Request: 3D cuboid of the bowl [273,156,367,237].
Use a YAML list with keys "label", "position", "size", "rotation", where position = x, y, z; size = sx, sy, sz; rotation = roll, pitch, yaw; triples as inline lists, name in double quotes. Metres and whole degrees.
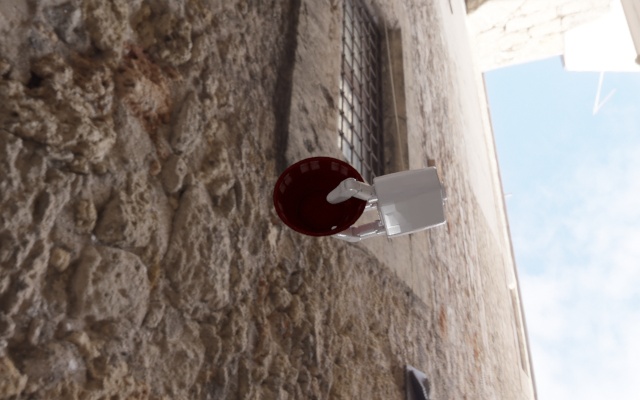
- label: "bowl"
  position: [-0.001, 0.003, 0.835]
  size: [0.162, 0.162, 0.055]
  rotation: [0, -31, 2]
